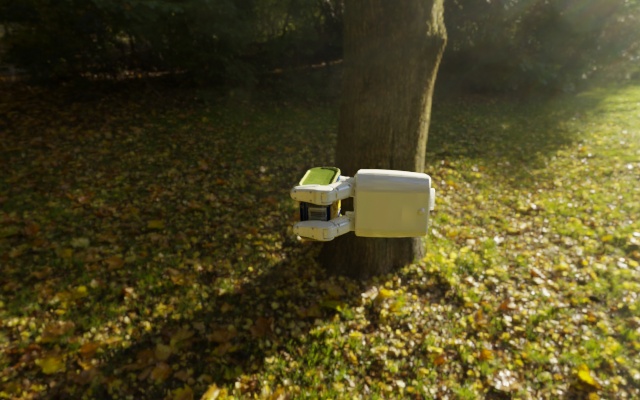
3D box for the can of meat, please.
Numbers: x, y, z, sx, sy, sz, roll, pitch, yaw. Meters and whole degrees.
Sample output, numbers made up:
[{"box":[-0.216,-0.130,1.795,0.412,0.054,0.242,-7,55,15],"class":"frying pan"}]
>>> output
[{"box":[0.000,0.002,0.736,0.057,0.084,0.102,3,23,10],"class":"can of meat"}]
